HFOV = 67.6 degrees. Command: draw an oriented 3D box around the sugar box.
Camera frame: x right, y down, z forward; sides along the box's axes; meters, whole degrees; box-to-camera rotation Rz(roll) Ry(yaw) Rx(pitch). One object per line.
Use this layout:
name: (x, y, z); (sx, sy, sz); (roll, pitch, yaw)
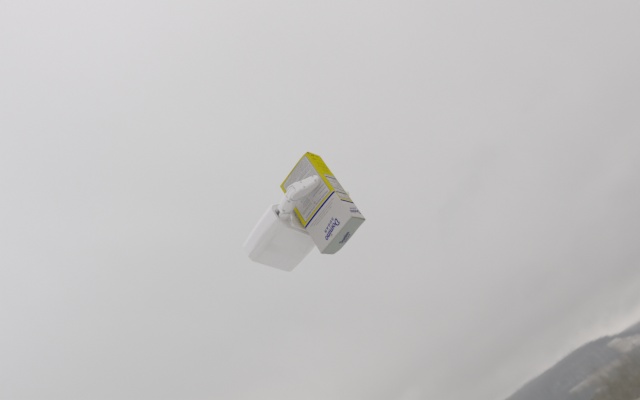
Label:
sugar box: (0.000, 0.003, 0.861); (0.048, 0.093, 0.176); (10, 37, -47)
